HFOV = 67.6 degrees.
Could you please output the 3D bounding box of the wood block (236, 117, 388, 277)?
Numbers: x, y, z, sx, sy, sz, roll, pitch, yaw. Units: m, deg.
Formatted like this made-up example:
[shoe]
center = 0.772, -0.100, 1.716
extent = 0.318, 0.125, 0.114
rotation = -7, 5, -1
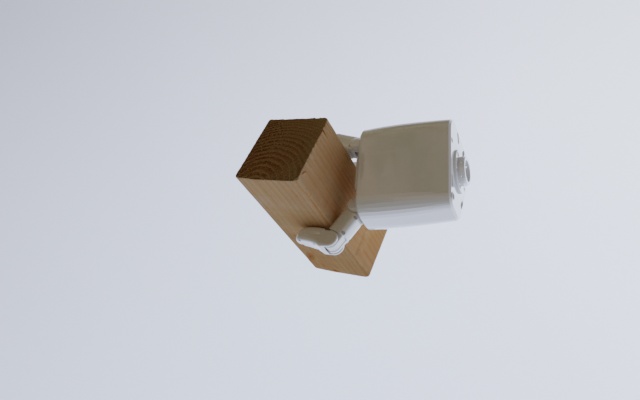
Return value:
[wood block]
center = 0.000, 0.002, 0.596
extent = 0.090, 0.090, 0.206
rotation = 5, -33, 35
